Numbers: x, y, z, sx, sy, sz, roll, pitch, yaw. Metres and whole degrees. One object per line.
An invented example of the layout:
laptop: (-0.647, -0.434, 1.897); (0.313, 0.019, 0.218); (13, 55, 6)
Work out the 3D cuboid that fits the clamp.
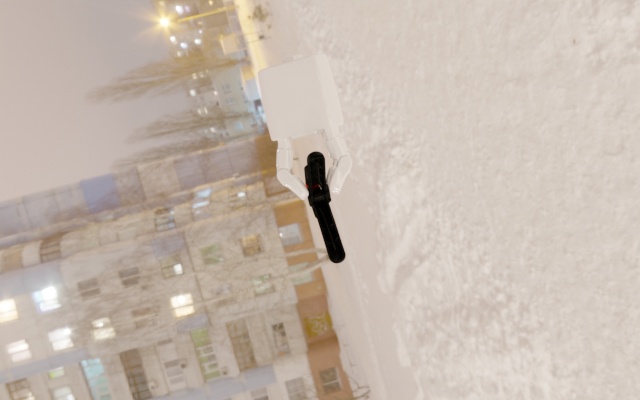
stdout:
clamp: (-0.001, 0.002, 0.754); (0.036, 0.164, 0.210); (-13, 8, -4)
